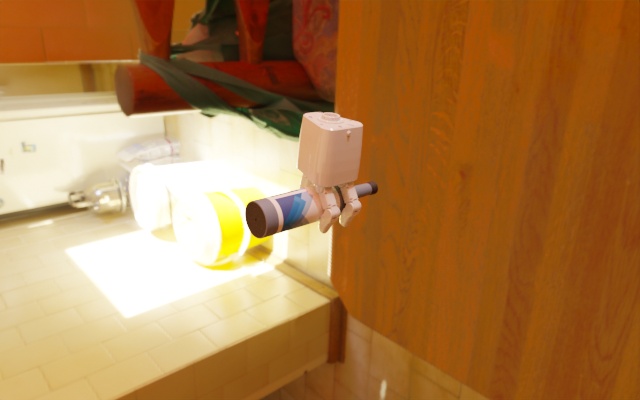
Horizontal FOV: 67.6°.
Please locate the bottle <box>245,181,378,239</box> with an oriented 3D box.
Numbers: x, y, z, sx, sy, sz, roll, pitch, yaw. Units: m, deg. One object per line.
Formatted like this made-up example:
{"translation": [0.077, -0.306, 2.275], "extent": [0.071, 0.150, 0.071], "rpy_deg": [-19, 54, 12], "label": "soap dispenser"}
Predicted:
{"translation": [0.000, 0.003, 0.894], "extent": [0.295, 0.069, 0.069], "rpy_deg": [-15, 10, -40], "label": "bottle"}
